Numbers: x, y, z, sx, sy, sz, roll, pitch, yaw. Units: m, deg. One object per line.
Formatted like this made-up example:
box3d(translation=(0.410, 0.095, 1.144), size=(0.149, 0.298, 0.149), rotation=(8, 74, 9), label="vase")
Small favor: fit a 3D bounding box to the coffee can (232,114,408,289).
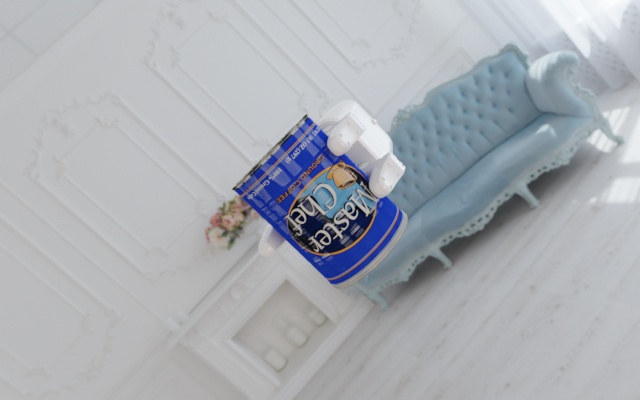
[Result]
box3d(translation=(0.000, 0.002, 0.466), size=(0.140, 0.103, 0.103), rotation=(45, -9, -9), label="coffee can")
